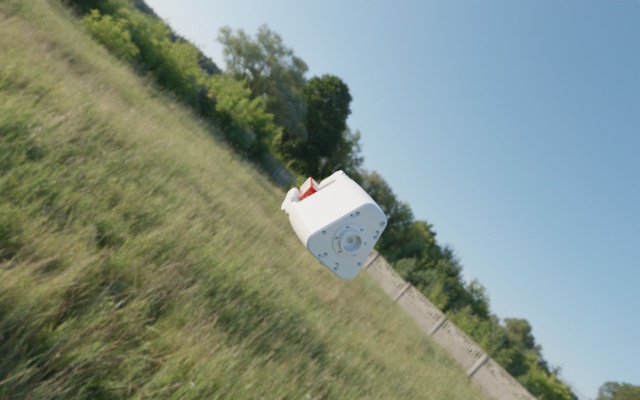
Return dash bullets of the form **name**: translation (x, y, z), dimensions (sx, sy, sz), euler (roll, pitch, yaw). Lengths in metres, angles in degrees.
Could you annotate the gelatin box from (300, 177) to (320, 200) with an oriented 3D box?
- **gelatin box**: translation (0.000, 0.002, 0.793), dimensions (0.073, 0.030, 0.089), euler (44, 7, -10)
